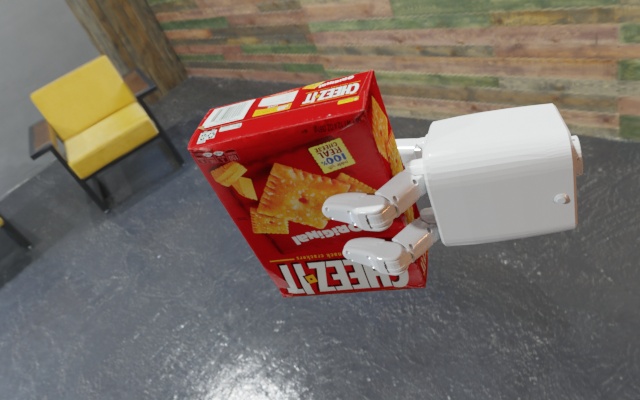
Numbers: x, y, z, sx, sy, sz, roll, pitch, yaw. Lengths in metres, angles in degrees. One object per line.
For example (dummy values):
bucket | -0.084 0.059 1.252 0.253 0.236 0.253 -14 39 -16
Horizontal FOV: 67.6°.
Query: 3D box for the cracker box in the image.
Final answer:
cracker box | 0.000 0.001 0.456 0.164 0.214 0.072 -8 40 22
